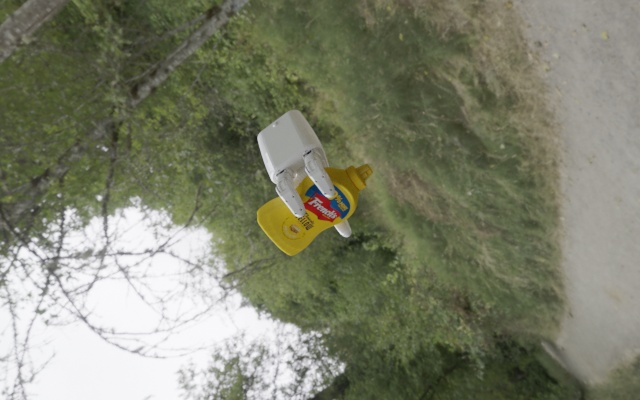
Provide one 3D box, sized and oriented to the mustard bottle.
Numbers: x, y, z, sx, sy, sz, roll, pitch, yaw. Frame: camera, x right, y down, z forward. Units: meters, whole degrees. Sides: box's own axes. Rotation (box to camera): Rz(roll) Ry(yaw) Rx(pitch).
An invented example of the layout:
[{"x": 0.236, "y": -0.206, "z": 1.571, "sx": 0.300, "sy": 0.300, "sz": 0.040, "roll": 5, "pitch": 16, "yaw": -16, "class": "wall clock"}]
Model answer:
[{"x": 0.000, "y": 0.003, "z": 0.760, "sx": 0.191, "sy": 0.096, "sz": 0.058, "roll": -35, "pitch": 25, "yaw": 11, "class": "mustard bottle"}]
